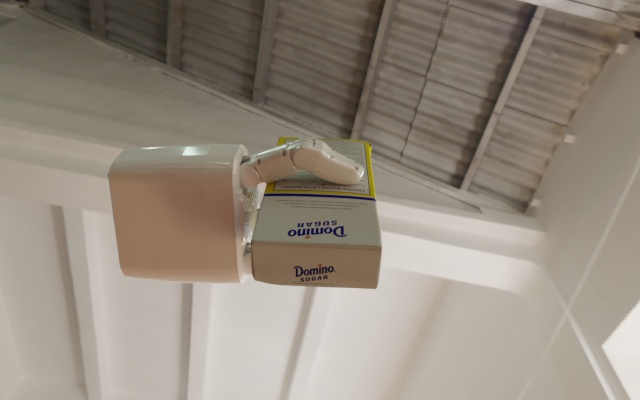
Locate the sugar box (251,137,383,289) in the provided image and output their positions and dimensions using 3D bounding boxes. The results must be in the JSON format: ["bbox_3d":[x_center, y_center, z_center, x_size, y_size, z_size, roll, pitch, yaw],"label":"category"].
[{"bbox_3d":[0.000,0.002,0.407,0.093,0.048,0.176,3,34,2],"label":"sugar box"}]
